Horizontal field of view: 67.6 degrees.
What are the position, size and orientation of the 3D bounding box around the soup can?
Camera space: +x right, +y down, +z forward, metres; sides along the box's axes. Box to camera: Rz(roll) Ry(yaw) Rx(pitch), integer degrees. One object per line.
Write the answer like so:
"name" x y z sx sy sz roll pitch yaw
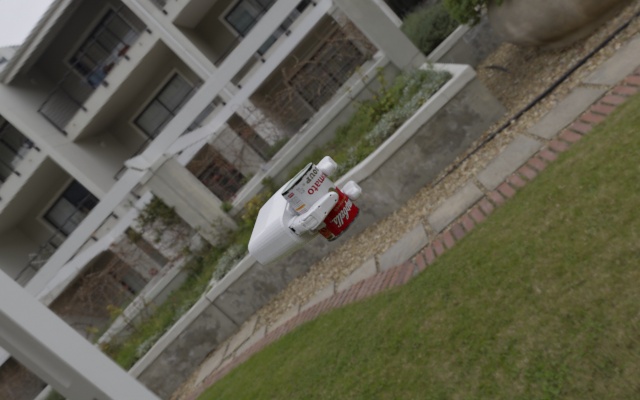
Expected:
"soup can" 0.000 0.002 0.706 0.102 0.068 0.068 45 -9 -10
